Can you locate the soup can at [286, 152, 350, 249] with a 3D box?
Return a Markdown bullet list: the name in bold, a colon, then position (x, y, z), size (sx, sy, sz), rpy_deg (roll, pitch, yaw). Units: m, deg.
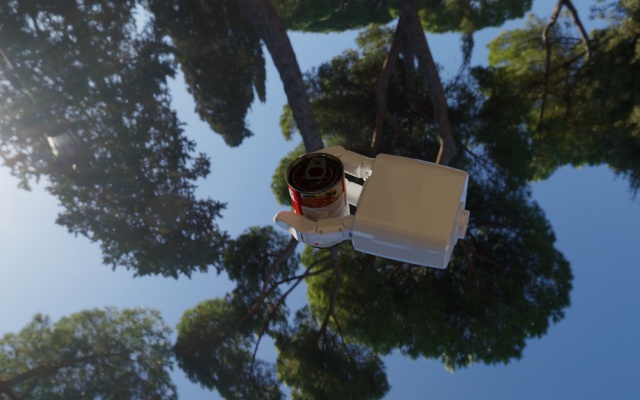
- **soup can**: position (0.000, 0.002, 0.581), size (0.068, 0.068, 0.102), rpy_deg (0, -44, 10)
